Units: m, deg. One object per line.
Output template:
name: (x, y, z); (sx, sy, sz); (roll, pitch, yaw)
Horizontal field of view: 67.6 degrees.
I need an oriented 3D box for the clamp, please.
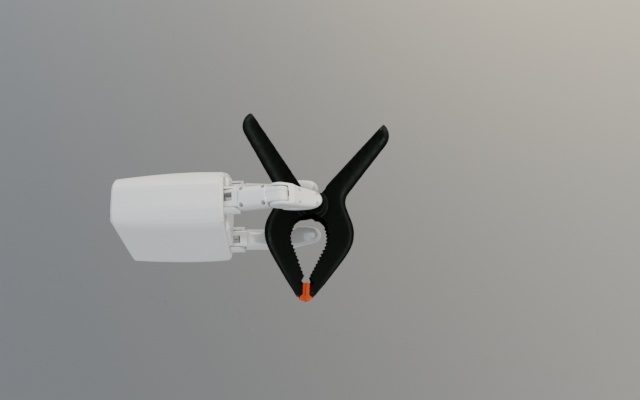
clamp: (0.000, 0.002, 0.517); (0.164, 0.210, 0.036); (-3, -15, -4)
